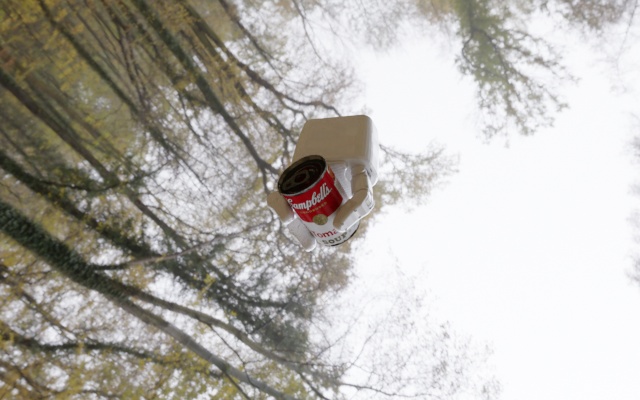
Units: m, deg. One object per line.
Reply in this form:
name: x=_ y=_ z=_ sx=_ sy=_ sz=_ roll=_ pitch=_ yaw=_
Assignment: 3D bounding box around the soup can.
soup can: x=0.000 y=0.002 z=0.605 sx=0.068 sy=0.068 sz=0.102 roll=0 pitch=-42 yaw=39
